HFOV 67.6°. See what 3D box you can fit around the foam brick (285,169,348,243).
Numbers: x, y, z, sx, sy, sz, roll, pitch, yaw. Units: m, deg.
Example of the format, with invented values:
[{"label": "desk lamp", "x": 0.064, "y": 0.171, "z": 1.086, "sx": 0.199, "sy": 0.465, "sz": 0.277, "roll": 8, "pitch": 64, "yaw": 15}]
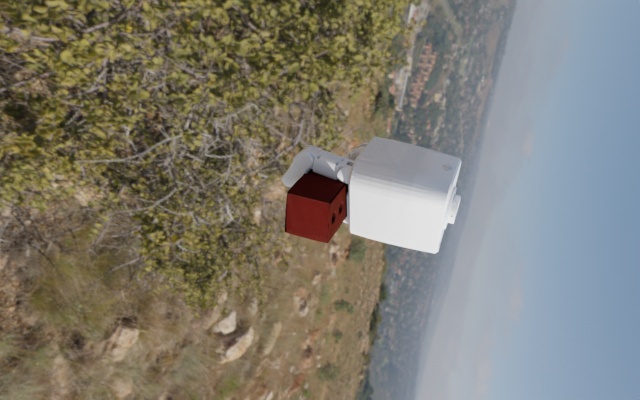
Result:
[{"label": "foam brick", "x": 0.000, "y": 0.002, "z": 0.533, "sx": 0.051, "sy": 0.053, "sz": 0.078, "roll": 15, "pitch": 33, "yaw": 17}]
